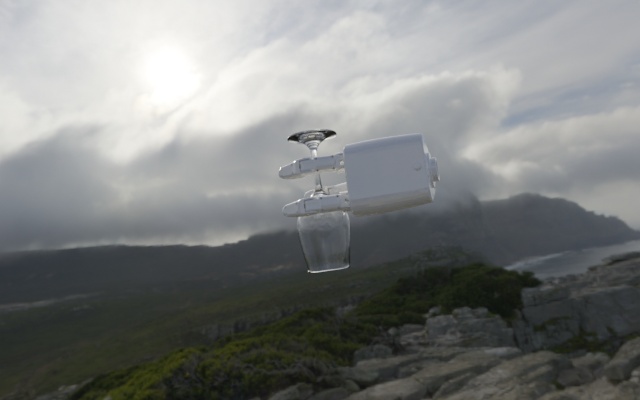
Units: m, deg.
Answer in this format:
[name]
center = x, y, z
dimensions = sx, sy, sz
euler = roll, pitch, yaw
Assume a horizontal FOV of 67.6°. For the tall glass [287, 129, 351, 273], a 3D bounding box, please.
[tall glass]
center = 0.000, 0.002, 0.699
dimensions = 0.079, 0.201, 0.079
euler = -7, -7, -1
